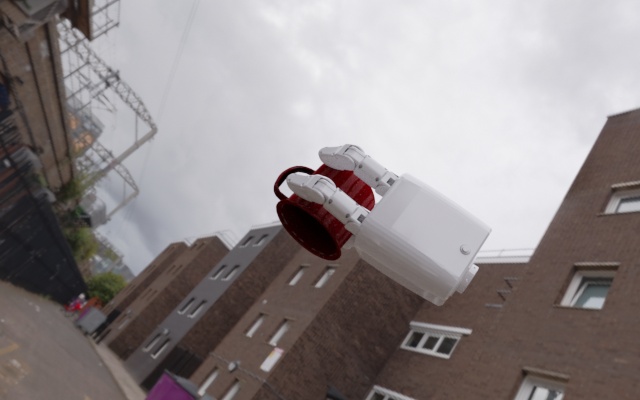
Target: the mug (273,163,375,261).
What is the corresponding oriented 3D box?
[{"bbox_3d":[-0.001,0.001,0.556,0.117,0.081,0.093,35,-27,16],"label":"mug"}]
